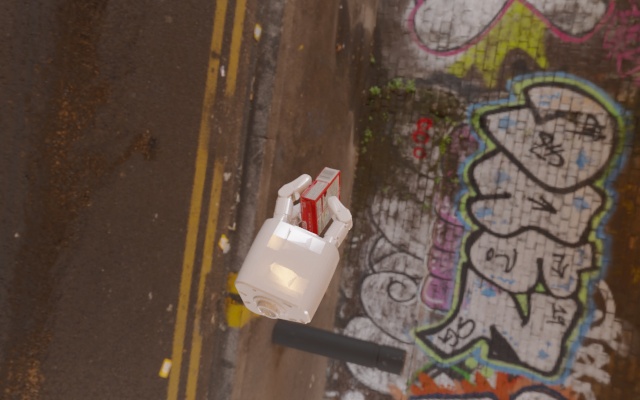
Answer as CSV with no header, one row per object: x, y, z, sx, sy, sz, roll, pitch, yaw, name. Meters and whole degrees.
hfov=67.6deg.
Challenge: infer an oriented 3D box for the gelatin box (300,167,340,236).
0.001,0.002,0.741,0.030,0.073,0.089,17,43,21,gelatin box
